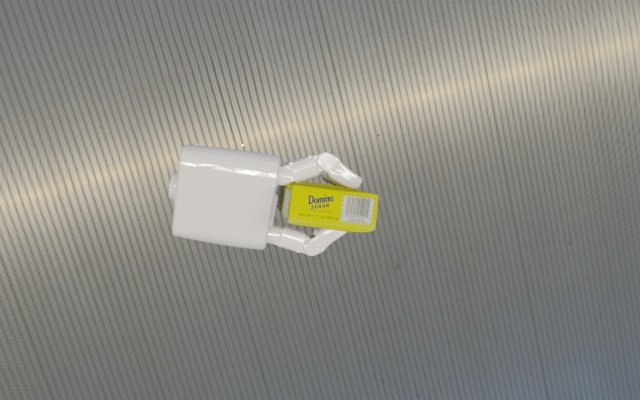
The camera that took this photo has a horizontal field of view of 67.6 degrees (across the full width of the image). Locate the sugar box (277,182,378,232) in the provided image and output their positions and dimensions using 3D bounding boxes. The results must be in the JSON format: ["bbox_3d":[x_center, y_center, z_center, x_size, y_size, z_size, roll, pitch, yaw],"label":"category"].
[{"bbox_3d":[0.000,0.001,0.568,0.093,0.048,0.176,7,5,-10],"label":"sugar box"}]
